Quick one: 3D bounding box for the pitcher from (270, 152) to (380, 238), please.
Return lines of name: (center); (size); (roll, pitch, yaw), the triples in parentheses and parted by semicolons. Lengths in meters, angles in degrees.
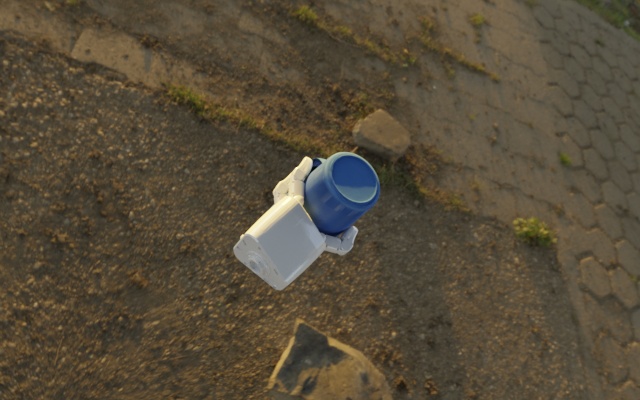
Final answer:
pitcher: (0.000, 0.003, 0.875); (0.145, 0.149, 0.243); (-43, 1, -37)
